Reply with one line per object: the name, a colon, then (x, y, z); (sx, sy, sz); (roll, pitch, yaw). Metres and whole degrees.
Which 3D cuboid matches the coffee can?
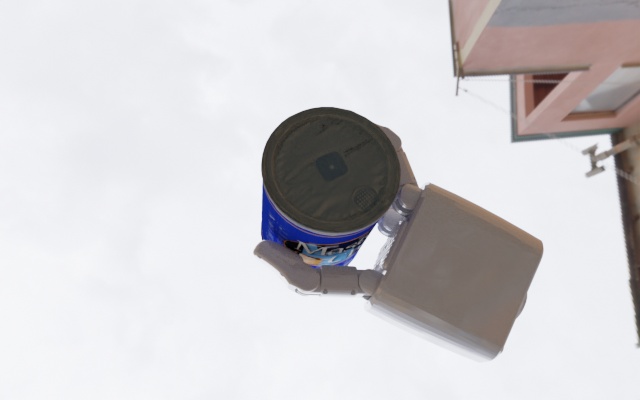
coffee can: (0.000, 0.001, 0.410); (0.103, 0.102, 0.140); (0, -22, -8)
